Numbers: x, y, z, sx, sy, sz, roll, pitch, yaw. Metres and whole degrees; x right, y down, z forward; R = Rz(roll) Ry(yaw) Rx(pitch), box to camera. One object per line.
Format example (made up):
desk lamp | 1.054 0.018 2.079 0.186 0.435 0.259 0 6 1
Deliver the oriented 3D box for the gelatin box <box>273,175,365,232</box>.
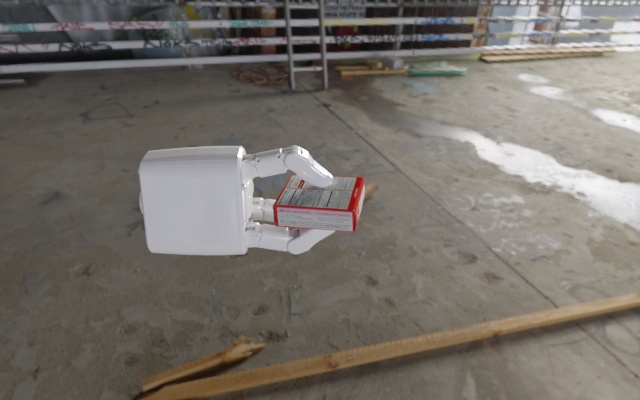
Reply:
gelatin box | 0.000 0.001 0.523 0.089 0.030 0.073 3 31 12
